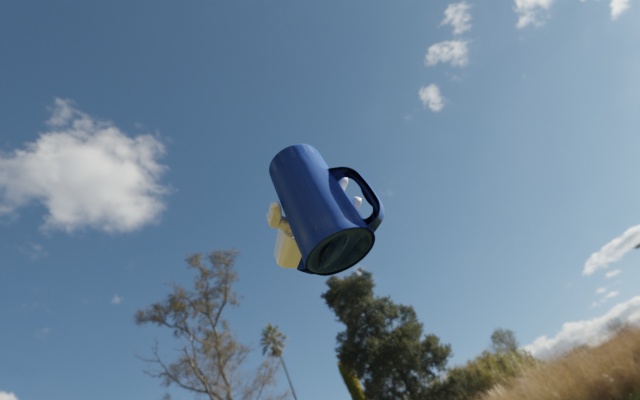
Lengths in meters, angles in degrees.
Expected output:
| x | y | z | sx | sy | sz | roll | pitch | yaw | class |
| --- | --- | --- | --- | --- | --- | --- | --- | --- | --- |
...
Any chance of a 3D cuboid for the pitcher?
| x | y | z | sx | sy | sz | roll | pitch | yaw | class |
| --- | --- | --- | --- | --- | --- | --- | --- | --- | --- |
| 0.000 | 0.003 | 0.886 | 0.149 | 0.242 | 0.145 | -9 | -40 | -25 | pitcher |
